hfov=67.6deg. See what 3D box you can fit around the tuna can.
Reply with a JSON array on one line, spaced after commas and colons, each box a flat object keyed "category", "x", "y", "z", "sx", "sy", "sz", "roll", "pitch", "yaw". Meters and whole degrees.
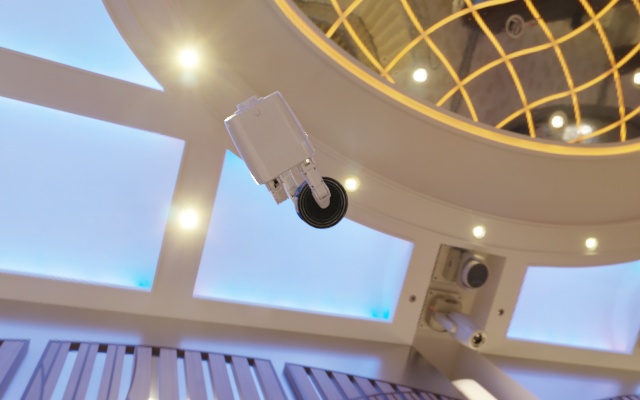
[{"category": "tuna can", "x": 0.000, "y": 0.003, "z": 0.785, "sx": 0.086, "sy": 0.086, "sz": 0.033, "roll": 0, "pitch": 6, "yaw": -15}]
